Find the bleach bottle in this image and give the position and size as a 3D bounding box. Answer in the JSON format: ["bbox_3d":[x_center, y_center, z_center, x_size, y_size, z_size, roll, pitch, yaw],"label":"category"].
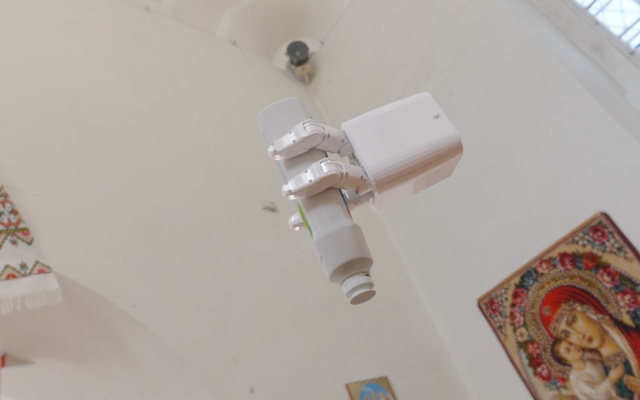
[{"bbox_3d":[0.000,0.002,0.537,0.068,0.250,0.103,-23,-32,-1],"label":"bleach bottle"}]
